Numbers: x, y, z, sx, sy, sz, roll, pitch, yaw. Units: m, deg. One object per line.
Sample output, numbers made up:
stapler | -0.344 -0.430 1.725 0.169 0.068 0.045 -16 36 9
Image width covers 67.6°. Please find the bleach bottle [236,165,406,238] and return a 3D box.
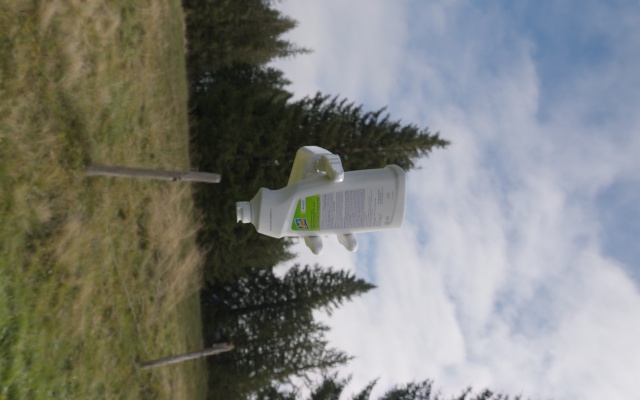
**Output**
bleach bottle | 0.000 0.002 0.719 0.251 0.102 0.068 -3 16 -13
